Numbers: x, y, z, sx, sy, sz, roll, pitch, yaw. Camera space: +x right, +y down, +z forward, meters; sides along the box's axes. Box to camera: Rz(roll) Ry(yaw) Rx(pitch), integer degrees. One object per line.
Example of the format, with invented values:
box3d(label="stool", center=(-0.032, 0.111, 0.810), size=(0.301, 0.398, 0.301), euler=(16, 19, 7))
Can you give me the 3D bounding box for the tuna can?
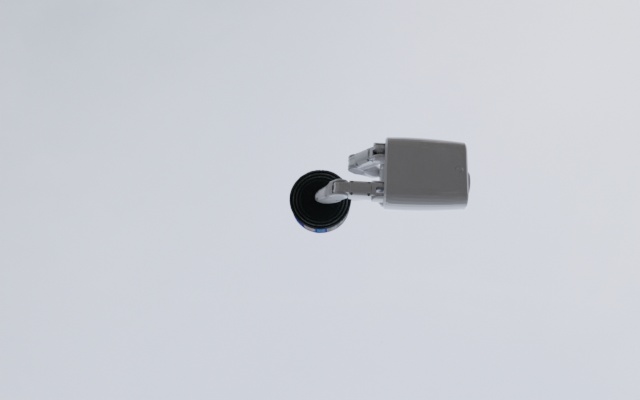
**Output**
box3d(label="tuna can", center=(0.000, 0.002, 0.675), size=(0.086, 0.086, 0.034), euler=(0, -16, 2))
